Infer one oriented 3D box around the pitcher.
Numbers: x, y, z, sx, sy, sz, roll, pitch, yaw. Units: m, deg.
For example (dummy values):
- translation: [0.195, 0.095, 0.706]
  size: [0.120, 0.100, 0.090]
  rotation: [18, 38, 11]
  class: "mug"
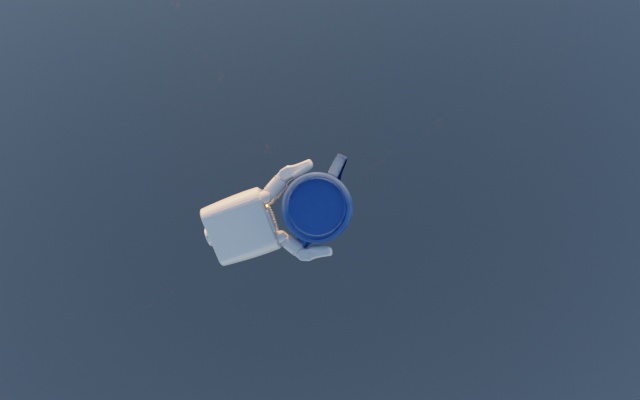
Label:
- translation: [0.000, 0.003, 0.830]
  size: [0.145, 0.149, 0.243]
  rotation: [-19, -1, 0]
  class: "pitcher"
